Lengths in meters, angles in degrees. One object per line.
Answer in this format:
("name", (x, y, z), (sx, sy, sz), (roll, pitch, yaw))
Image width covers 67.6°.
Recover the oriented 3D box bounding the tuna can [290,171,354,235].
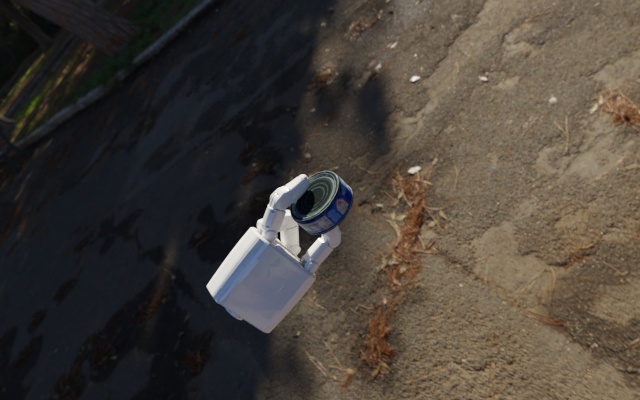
("tuna can", (0.000, 0.002, 0.647), (0.086, 0.086, 0.034), (0, -34, 46))
